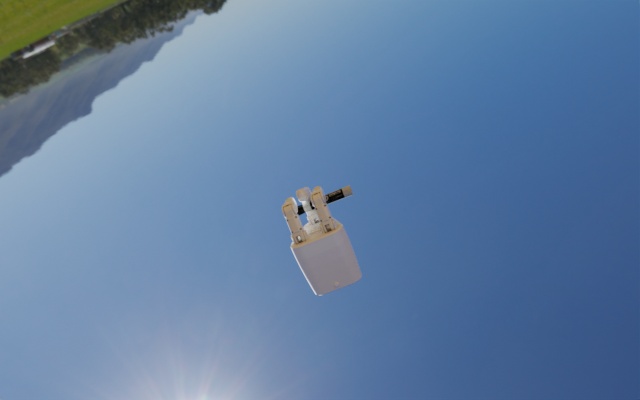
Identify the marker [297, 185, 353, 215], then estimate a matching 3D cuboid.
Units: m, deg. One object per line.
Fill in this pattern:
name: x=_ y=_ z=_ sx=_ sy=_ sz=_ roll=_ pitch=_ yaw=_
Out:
marker: x=0.000 y=0.003 z=0.864 sx=0.121 sy=0.020 sz=0.020 roll=-22 pitch=-3 yaw=9
